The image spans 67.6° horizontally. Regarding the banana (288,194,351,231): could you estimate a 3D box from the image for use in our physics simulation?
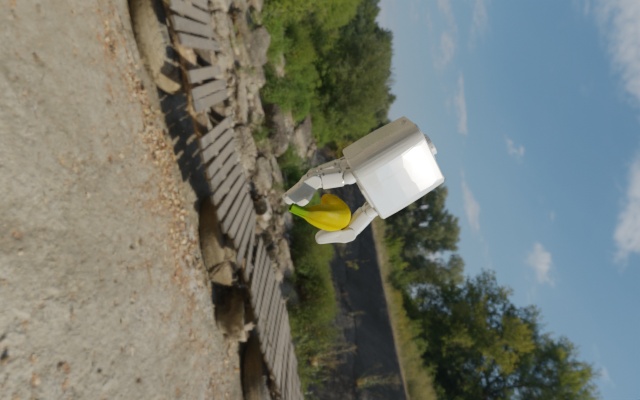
[{"bbox_3d":[0.014,0.014,0.700,0.069,0.037,0.198,38,10,8],"label":"banana"}]
